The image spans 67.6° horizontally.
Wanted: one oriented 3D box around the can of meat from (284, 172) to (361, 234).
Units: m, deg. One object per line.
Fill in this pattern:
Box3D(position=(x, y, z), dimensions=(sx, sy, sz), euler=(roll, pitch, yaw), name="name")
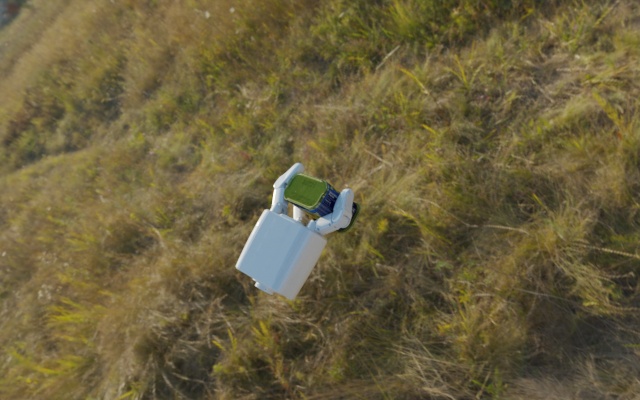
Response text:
Box3D(position=(0.000, 0.002, 0.766), dimensions=(0.084, 0.057, 0.102), euler=(36, -9, -38), name="can of meat")
